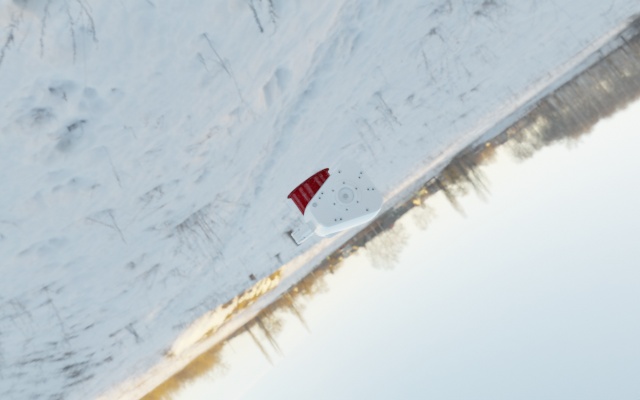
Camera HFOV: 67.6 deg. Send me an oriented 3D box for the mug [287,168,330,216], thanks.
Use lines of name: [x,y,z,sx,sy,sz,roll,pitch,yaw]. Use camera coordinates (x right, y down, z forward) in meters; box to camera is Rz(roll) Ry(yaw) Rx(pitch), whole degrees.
mug: [0.000,0.003,0.868,0.093,0.081,0.117,-35,-6,-8]
